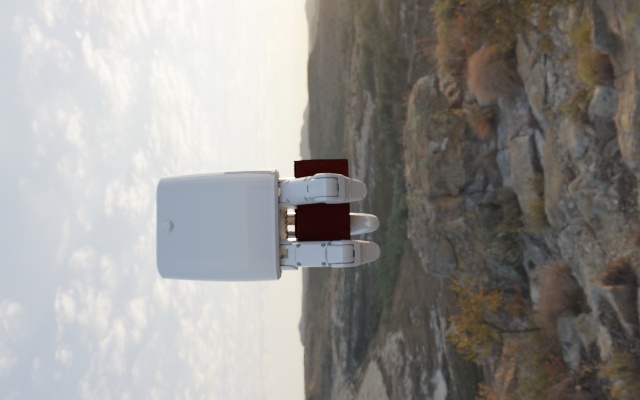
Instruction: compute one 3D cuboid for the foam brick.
[{"bbox_3d":[0.000,0.001,0.455,0.051,0.078,0.053,-1,-5,-2],"label":"foam brick"}]
